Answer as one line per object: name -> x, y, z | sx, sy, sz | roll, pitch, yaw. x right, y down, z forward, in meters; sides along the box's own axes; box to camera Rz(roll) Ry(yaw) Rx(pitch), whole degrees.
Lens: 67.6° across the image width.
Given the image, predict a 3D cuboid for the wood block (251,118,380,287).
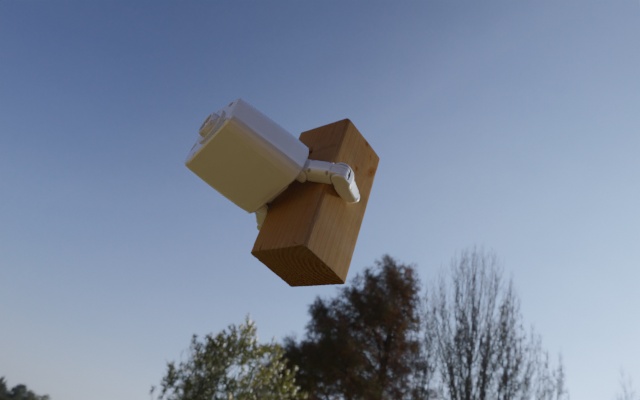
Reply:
wood block -> 0.000, 0.002, 0.635 | 0.091, 0.206, 0.090 | -11, -44, 37
